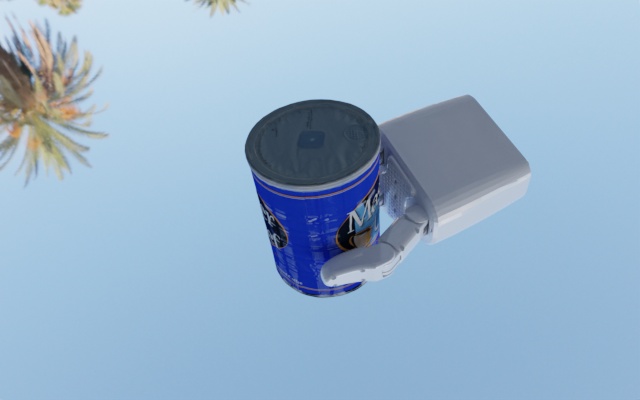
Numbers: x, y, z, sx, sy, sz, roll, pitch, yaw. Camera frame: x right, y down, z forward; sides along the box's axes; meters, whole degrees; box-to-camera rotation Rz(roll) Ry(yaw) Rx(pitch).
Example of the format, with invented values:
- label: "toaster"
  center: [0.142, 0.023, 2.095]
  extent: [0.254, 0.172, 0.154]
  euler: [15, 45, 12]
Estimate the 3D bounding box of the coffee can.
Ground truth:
- label: "coffee can"
  center: [0.000, 0.001, 0.407]
  extent: [0.103, 0.102, 0.140]
  euler: [0, -44, 7]
